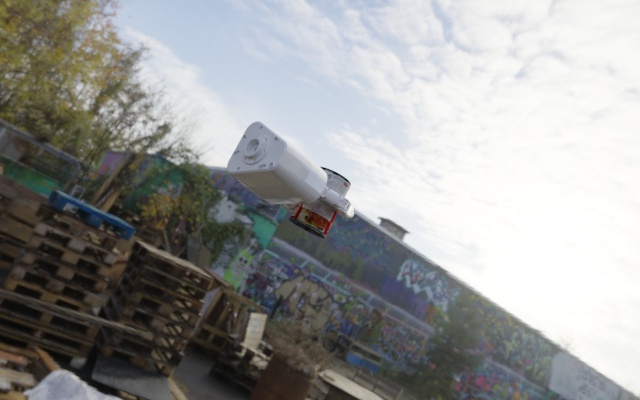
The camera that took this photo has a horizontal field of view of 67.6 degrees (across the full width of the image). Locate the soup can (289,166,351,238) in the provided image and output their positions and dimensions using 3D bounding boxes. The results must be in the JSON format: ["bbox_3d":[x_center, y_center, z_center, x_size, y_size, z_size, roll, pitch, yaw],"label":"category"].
[{"bbox_3d":[0.001,0.003,0.801,0.068,0.102,0.068,26,-10,5],"label":"soup can"}]
